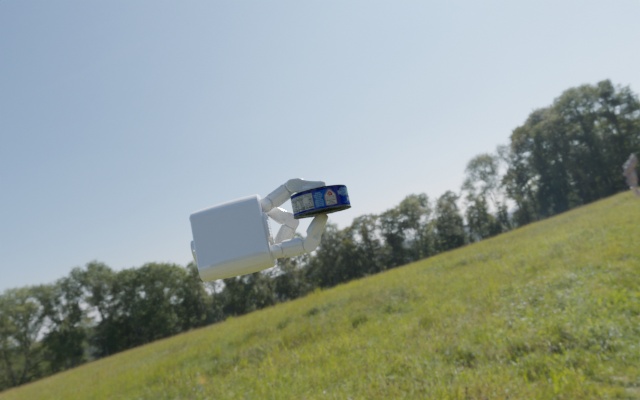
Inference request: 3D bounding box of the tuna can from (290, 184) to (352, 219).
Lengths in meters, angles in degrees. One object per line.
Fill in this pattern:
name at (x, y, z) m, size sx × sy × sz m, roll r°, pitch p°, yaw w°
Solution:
tuna can at (0.000, 0.002, 0.694) m, size 0.086 × 0.033 × 0.086 m, roll -11°, pitch -6°, yaw -1°
